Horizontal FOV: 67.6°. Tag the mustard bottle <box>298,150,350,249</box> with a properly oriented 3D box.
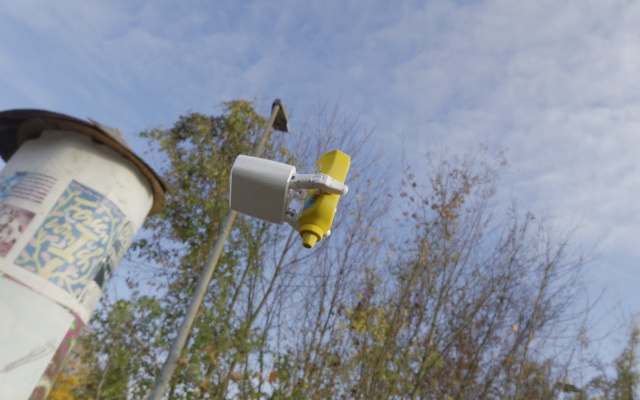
[{"bbox_3d":[0.001,0.003,0.875,0.058,0.191,0.096,29,-36,-16],"label":"mustard bottle"}]
